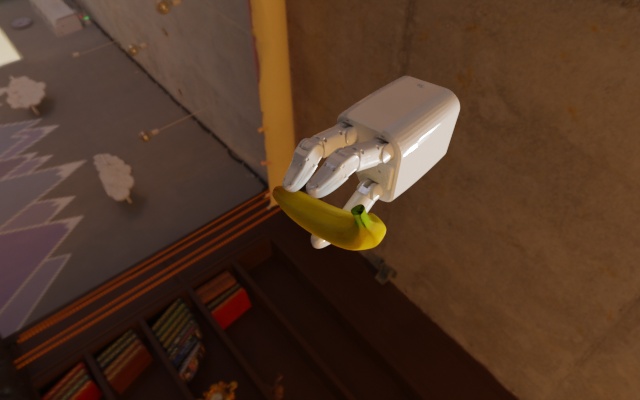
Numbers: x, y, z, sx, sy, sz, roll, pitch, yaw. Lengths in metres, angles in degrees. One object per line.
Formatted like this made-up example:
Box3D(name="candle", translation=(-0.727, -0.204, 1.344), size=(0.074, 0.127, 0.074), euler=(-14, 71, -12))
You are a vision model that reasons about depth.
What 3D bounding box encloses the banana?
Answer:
Box3D(name="banana", translation=(0.011, 0.017, 0.494), size=(0.037, 0.070, 0.198), euler=(-40, 22, -19))
